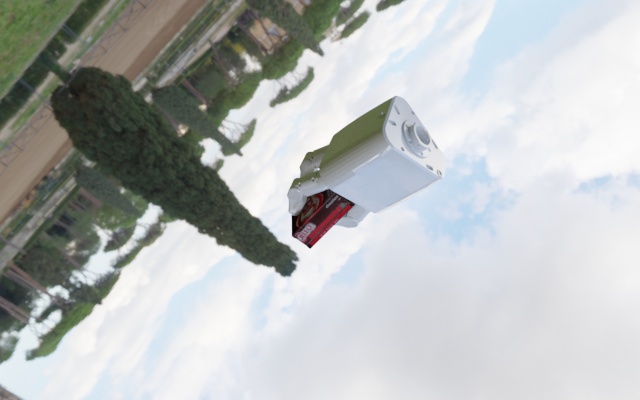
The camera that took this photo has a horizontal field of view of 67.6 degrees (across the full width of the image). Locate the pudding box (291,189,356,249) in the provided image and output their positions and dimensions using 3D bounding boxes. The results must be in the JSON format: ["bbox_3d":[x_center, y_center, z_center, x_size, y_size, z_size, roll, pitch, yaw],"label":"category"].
[{"bbox_3d":[0.000,0.002,0.661,0.039,0.090,0.113,40,17,-18],"label":"pudding box"}]
